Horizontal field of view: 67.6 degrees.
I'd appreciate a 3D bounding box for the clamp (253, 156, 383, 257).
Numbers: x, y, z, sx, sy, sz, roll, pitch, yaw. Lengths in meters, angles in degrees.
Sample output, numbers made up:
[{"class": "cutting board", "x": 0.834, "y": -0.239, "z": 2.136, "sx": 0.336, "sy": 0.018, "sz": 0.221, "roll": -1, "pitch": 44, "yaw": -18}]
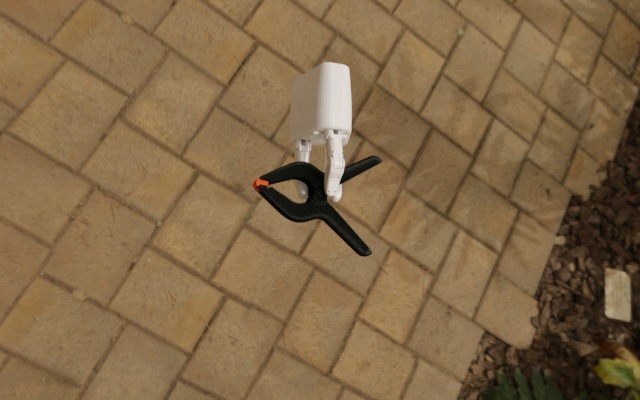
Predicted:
[{"class": "clamp", "x": 0.000, "y": 0.002, "z": 0.739, "sx": 0.210, "sy": 0.164, "sz": 0.036, "roll": 4, "pitch": -9, "yaw": -19}]
